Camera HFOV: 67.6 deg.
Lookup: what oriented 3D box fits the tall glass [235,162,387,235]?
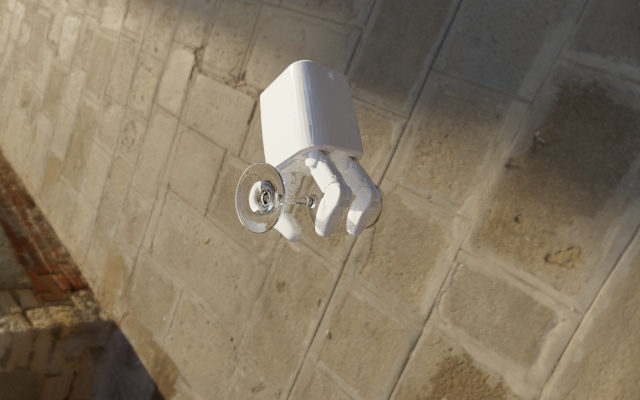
[{"bbox_3d":[0.000,0.002,0.568,0.079,0.079,0.201,0,-3,40],"label":"tall glass"}]
